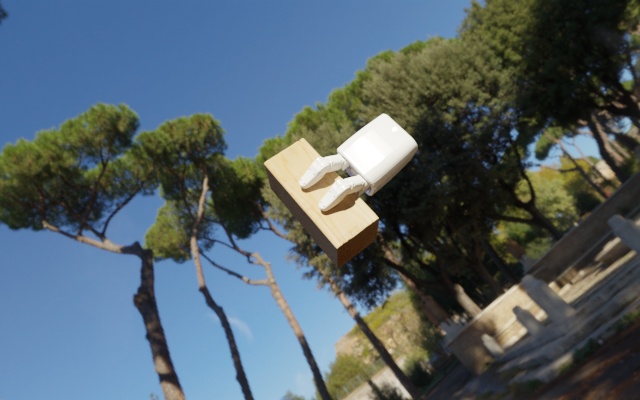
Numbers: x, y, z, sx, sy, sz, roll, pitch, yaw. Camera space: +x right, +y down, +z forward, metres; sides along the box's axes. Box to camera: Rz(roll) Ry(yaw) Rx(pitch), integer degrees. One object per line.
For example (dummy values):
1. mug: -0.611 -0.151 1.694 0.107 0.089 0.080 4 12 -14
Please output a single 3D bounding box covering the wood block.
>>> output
1. wood block: 0.000 0.003 0.837 0.090 0.206 0.091 -35 -25 -15
